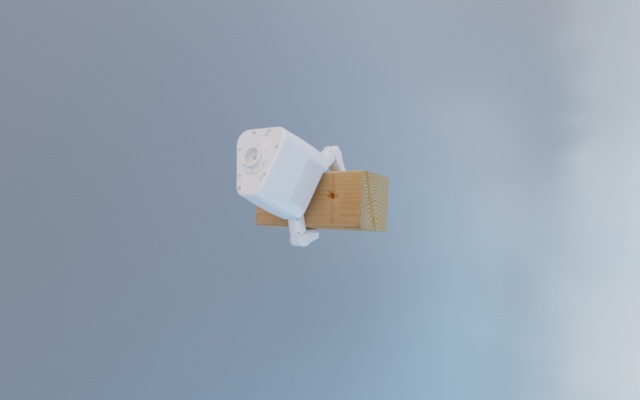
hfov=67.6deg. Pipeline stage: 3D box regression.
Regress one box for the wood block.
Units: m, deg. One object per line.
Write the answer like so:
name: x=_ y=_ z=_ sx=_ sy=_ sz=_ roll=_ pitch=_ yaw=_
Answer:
wood block: x=0.000 y=0.003 z=0.798 sx=0.206 sy=0.091 sz=0.090 roll=0 pitch=-6 yaw=34
